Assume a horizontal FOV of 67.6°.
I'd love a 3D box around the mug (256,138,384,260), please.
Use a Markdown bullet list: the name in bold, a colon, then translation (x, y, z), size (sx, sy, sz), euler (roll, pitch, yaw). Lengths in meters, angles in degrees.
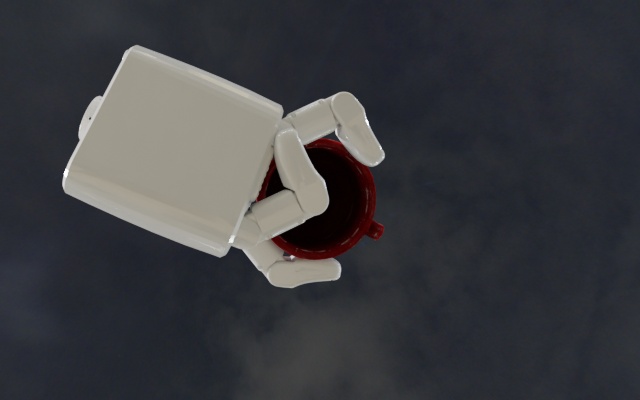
- **mug**: translation (0.001, 0.002, 0.403), size (0.117, 0.093, 0.081), euler (25, -1, -14)
